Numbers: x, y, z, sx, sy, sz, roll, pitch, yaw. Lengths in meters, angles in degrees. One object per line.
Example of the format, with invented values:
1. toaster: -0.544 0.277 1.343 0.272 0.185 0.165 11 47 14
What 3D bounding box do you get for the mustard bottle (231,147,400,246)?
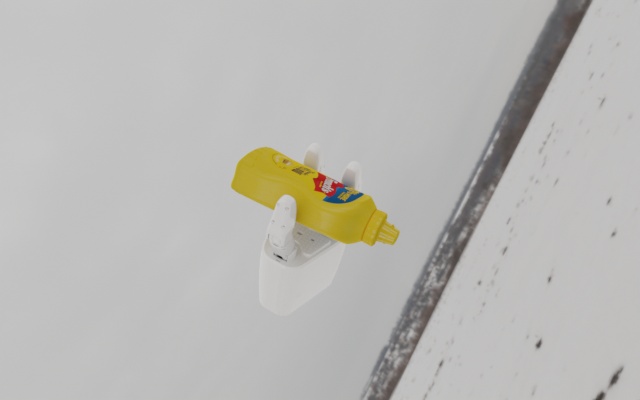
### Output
1. mustard bottle: 0.000 0.001 0.546 0.191 0.058 0.096 26 19 15
